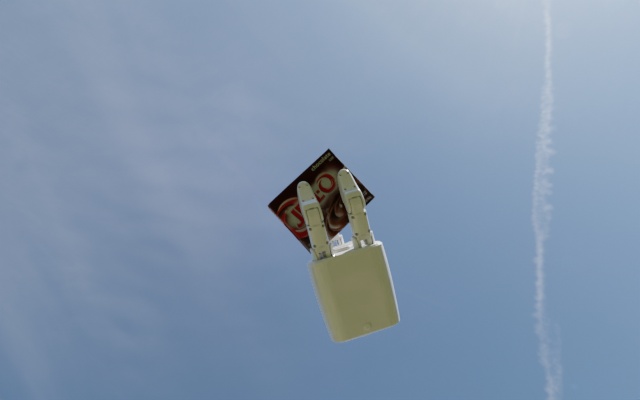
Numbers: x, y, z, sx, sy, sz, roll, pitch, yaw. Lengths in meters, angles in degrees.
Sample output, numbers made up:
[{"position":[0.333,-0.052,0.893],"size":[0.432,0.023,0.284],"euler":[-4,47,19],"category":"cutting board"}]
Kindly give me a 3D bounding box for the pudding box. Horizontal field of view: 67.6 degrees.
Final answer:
[{"position":[0.000,0.002,0.634],"size":[0.113,0.090,0.039],"euler":[-44,1,-8],"category":"pudding box"}]
